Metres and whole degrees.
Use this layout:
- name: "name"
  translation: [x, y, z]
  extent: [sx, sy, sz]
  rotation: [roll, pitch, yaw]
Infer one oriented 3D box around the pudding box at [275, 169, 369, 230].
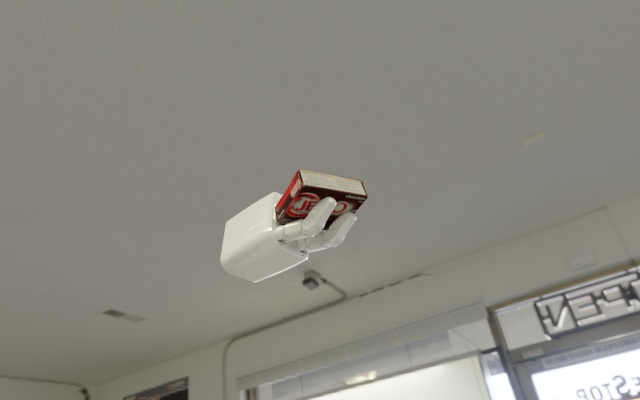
- name: "pudding box"
  translation: [0.000, 0.002, 0.711]
  extent: [0.113, 0.039, 0.090]
  rotation: [7, -42, -30]
